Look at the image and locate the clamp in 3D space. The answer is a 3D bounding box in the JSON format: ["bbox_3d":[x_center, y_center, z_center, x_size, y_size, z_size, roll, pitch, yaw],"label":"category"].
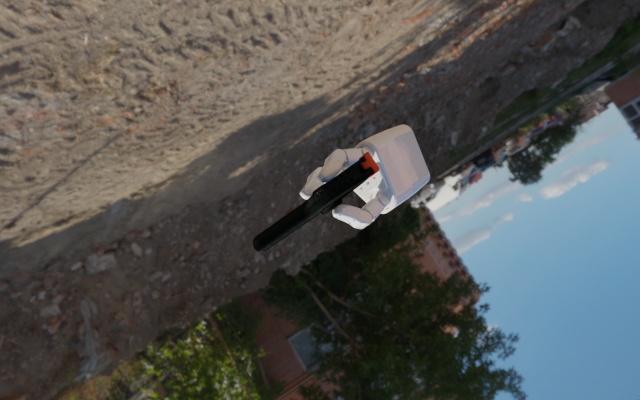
[{"bbox_3d":[0.001,0.003,0.663,0.164,0.036,0.210,-33,-4,-39],"label":"clamp"}]
